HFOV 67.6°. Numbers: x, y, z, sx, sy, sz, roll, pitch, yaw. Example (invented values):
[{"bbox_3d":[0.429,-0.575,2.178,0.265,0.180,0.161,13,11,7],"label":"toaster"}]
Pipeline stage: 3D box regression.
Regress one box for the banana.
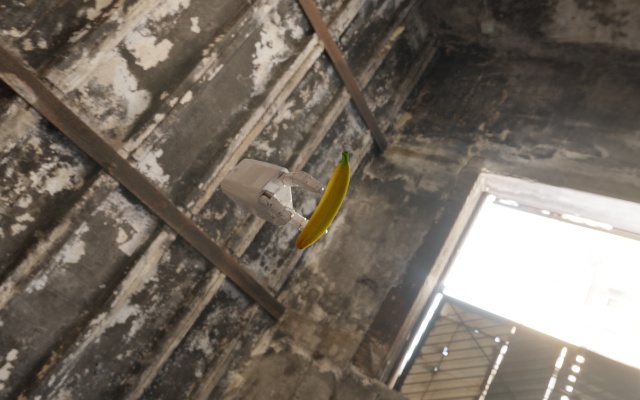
[{"bbox_3d":[0.010,0.006,0.892,0.037,0.197,0.070,19,-11,33],"label":"banana"}]
